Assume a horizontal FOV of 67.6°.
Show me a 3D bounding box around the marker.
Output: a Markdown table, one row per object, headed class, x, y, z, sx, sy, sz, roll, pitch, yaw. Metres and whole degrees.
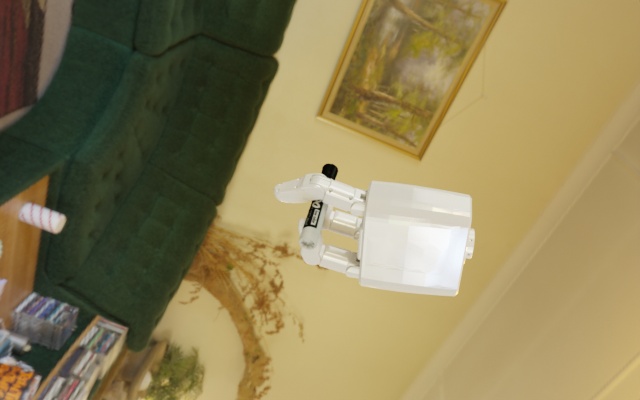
| class | x | y | z | sx | sy | sz | roll | pitch | yaw |
| --- | --- | --- | --- | --- | --- | --- | --- | --- | --- |
| marker | 0.000 | 0.002 | 0.511 | 0.020 | 0.020 | 0.121 | 0 | 43 | 17 |
